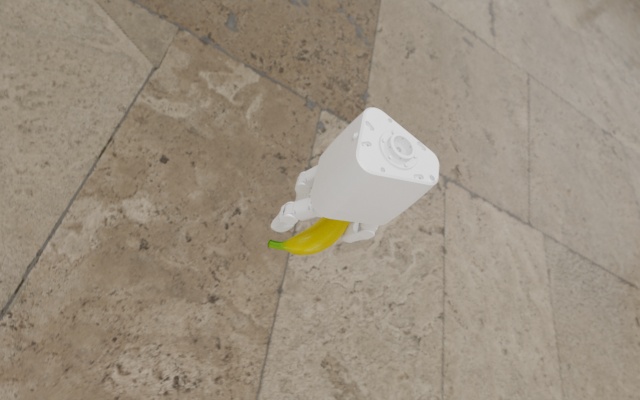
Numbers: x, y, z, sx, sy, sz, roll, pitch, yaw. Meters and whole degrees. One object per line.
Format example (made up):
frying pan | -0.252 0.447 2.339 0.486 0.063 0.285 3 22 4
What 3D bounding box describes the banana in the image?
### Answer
banana | 0.012 0.017 0.676 0.197 0.069 0.037 -46 -3 -37
